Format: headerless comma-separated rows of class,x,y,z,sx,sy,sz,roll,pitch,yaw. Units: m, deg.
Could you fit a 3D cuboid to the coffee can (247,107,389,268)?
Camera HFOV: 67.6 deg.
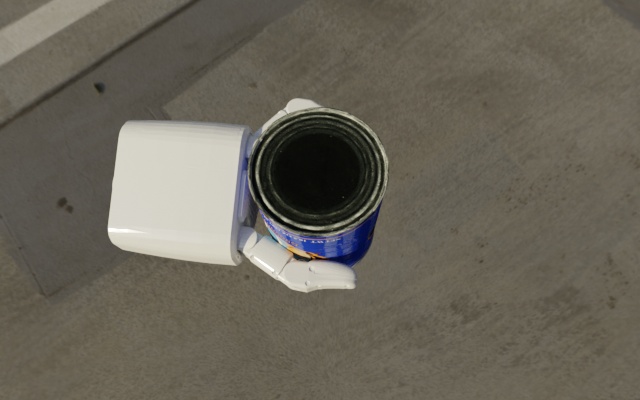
coffee can,0.000,0.001,0.408,0.103,0.102,0.140,0,-21,1
